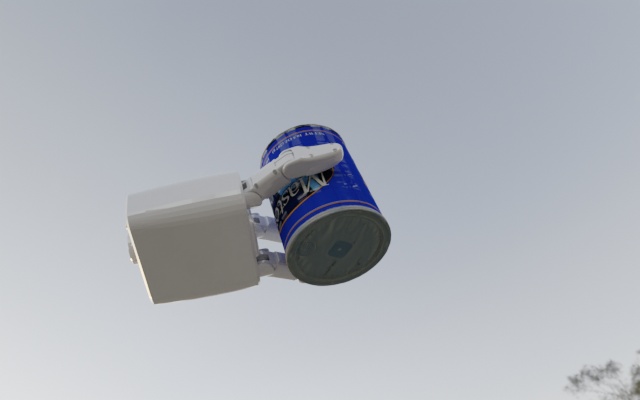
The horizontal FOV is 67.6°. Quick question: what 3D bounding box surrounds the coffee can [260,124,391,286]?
[{"bbox_3d":[0.000,0.002,0.494,0.103,0.103,0.140,0,41,-20],"label":"coffee can"}]
